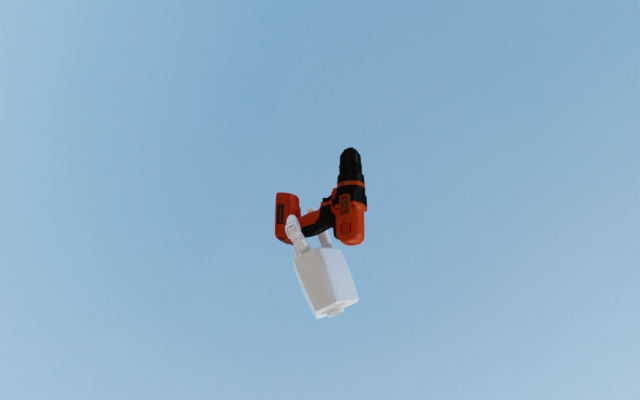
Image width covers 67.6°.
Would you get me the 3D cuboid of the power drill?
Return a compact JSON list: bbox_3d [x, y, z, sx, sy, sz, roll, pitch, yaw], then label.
[{"bbox_3d":[0.000,0.003,0.898,0.188,0.184,0.057,-14,-25,35],"label":"power drill"}]
